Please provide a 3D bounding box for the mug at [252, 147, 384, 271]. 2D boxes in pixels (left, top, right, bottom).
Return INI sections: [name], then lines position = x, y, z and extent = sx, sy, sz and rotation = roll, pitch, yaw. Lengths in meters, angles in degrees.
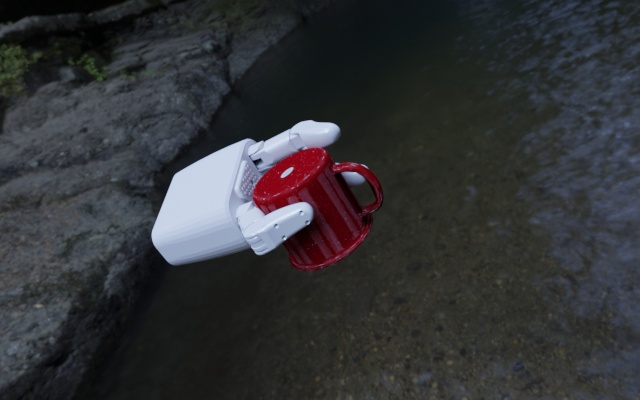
[mug]
position = 0.001, 0.001, 0.441
extent = 0.117, 0.081, 0.093
rotation = -19, 28, 27
